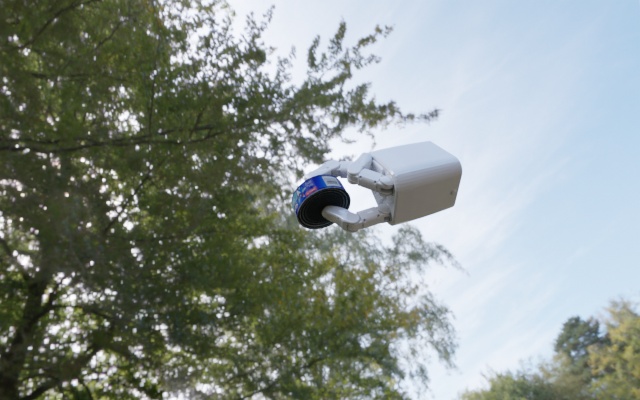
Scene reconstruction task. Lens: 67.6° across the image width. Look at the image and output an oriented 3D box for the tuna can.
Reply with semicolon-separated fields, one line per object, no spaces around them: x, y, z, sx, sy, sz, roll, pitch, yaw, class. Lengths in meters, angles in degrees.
0.000;0.002;0.719;0.086;0.086;0.033;0;43;-30;tuna can
